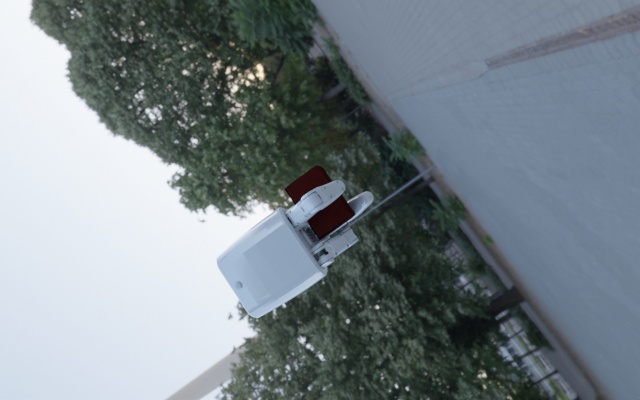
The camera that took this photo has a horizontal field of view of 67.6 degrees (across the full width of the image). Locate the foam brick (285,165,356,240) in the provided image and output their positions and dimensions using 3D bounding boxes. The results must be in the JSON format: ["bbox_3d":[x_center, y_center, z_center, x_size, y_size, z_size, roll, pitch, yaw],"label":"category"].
[{"bbox_3d":[0.000,0.002,0.598,0.051,0.078,0.053,-35,-6,7],"label":"foam brick"}]
